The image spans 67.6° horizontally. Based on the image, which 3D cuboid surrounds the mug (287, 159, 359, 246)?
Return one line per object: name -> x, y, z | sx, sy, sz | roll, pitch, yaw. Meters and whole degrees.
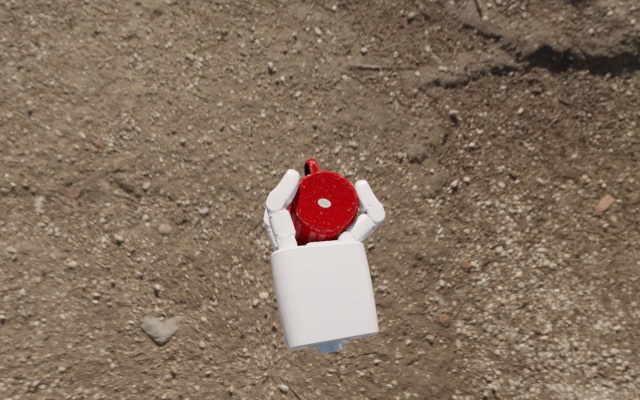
mug -> 0.000, 0.001, 0.607 | 0.093, 0.117, 0.081 | -9, -18, -9
